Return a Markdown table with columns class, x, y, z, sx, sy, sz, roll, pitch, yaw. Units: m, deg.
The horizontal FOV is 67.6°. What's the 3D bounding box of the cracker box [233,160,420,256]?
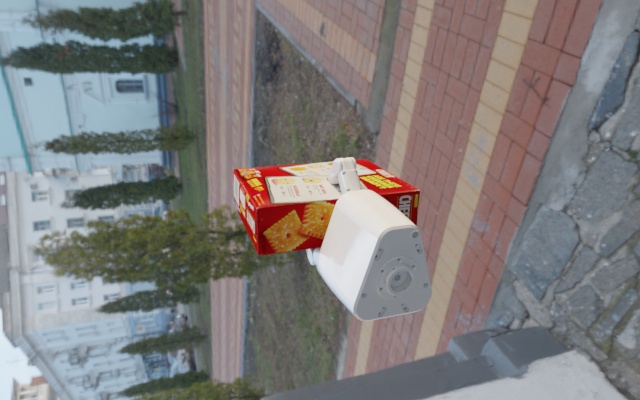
| class | x | y | z | sx | sy | sz | roll | pitch | yaw |
| --- | --- | --- | --- | --- | --- | --- | --- | --- | --- |
| cracker box | 0.000 | 0.002 | 0.653 | 0.213 | 0.072 | 0.164 | -5 | 21 | -19 |
